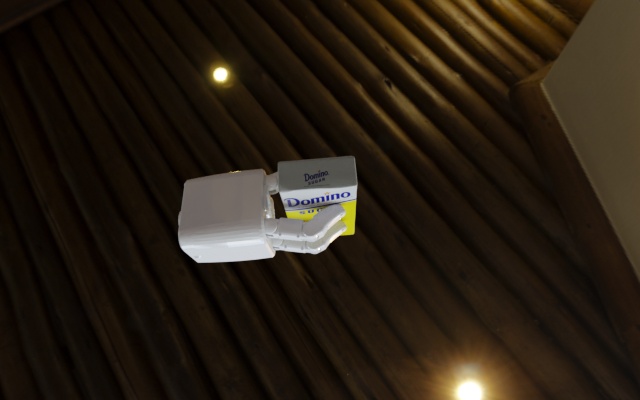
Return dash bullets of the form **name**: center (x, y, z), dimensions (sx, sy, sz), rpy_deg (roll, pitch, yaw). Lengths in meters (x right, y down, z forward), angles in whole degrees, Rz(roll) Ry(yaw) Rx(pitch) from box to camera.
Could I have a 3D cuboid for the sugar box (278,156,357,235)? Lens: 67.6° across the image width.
- **sugar box**: center (0.000, 0.003, 0.631), dimensions (0.093, 0.048, 0.176), rpy_deg (-5, -20, 2)
